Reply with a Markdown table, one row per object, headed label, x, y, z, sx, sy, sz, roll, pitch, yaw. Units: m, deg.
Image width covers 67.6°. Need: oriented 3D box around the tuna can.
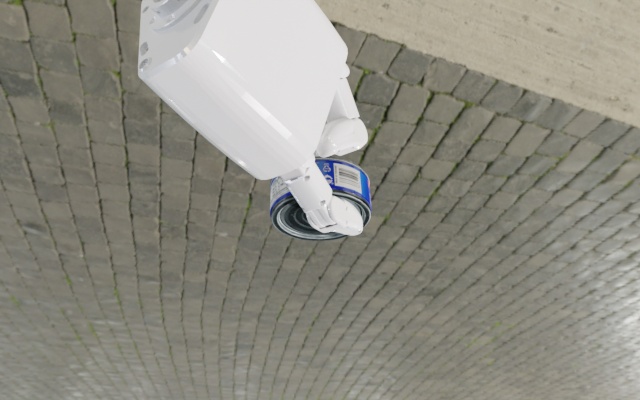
| label | x | y | z | sx | sy | sz | roll | pitch | yaw |
| --- | --- | --- | --- | --- | --- | --- | --- | --- | --- |
| tuna can | 0.000 | 0.002 | 0.402 | 0.086 | 0.033 | 0.086 | -2 | -31 | -1 |
